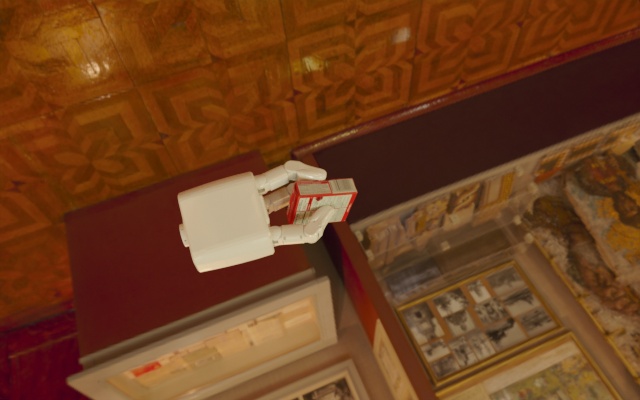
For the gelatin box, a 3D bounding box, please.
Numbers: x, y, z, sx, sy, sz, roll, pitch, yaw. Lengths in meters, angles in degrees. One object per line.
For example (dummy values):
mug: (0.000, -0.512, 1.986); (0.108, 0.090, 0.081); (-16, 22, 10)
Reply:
gelatin box: (0.001, 0.003, 0.686); (0.089, 0.030, 0.073); (-4, -35, -17)
